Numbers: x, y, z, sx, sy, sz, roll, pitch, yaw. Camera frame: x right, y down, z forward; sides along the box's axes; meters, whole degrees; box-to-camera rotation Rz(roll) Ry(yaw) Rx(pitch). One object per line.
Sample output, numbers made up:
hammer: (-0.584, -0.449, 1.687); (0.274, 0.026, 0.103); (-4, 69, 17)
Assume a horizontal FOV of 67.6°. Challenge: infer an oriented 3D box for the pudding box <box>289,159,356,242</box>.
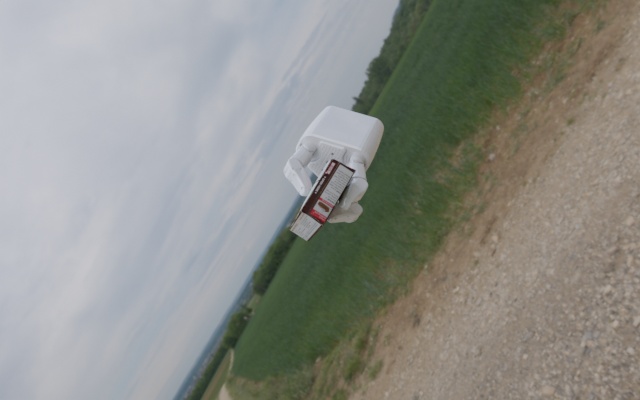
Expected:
pudding box: (0.000, 0.002, 0.659); (0.039, 0.090, 0.113); (30, -19, 0)
